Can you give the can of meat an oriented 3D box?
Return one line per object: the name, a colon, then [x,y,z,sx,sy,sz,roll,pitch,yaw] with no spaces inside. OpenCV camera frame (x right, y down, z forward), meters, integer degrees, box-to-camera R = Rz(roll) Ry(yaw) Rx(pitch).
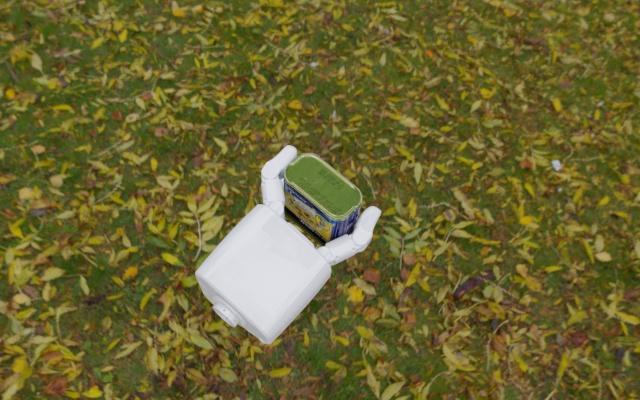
can of meat: [0.000,0.002,0.580,0.102,0.057,0.084,39,-24,17]
